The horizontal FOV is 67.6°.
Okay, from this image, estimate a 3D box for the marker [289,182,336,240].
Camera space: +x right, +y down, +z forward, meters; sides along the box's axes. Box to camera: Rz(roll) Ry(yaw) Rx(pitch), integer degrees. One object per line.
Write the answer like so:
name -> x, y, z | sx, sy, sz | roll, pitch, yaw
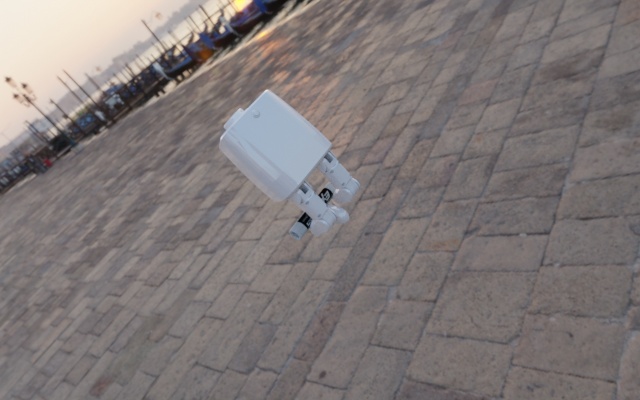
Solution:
marker -> 0.000, 0.002, 0.636 | 0.020, 0.121, 0.020 | 29, -28, 17
